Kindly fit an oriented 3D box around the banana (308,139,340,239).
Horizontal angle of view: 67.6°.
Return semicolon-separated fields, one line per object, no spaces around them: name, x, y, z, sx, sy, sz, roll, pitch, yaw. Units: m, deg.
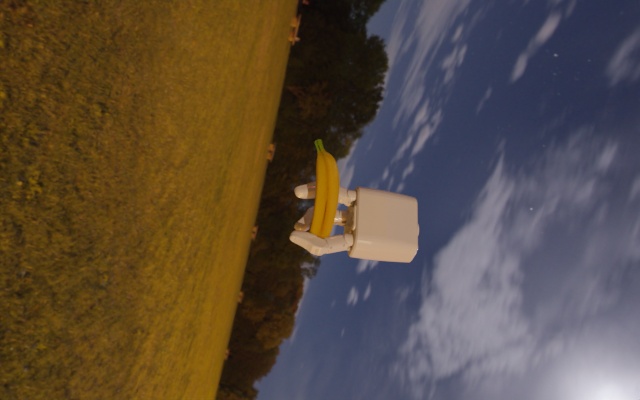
banana;0.004;0.008;0.752;0.037;0.198;0.069;1;27;-12
